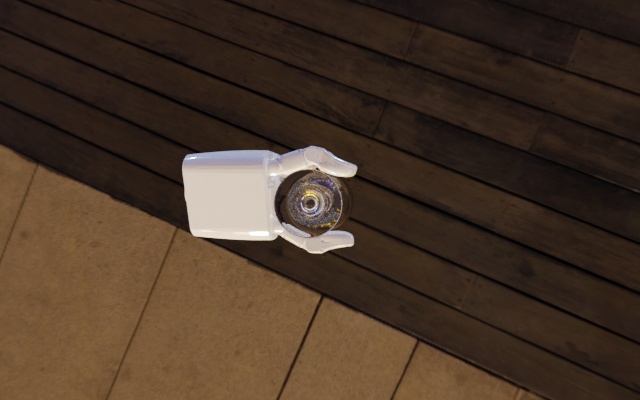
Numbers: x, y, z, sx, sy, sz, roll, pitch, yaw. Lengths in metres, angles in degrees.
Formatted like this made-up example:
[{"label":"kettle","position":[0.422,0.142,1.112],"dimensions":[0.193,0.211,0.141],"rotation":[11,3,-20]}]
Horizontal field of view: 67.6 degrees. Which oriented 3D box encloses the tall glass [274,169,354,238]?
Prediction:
[{"label":"tall glass","position":[0.000,0.002,0.606],"dimensions":[0.079,0.079,0.201],"rotation":[0,1,8]}]
